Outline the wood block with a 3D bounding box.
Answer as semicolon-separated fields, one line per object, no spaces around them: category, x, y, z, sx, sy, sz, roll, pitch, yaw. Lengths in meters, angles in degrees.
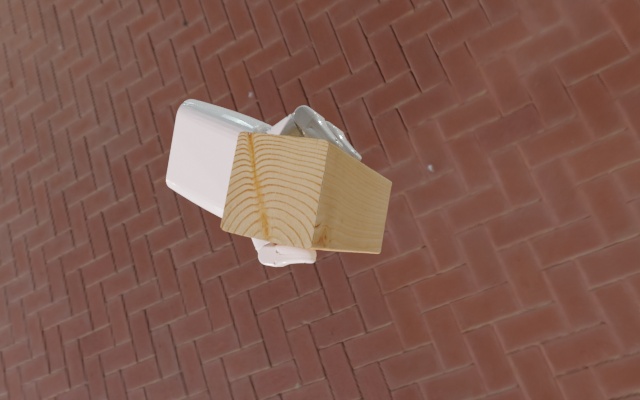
wood block;0.000;0.002;0.490;0.090;0.091;0.206;9;-3;24
